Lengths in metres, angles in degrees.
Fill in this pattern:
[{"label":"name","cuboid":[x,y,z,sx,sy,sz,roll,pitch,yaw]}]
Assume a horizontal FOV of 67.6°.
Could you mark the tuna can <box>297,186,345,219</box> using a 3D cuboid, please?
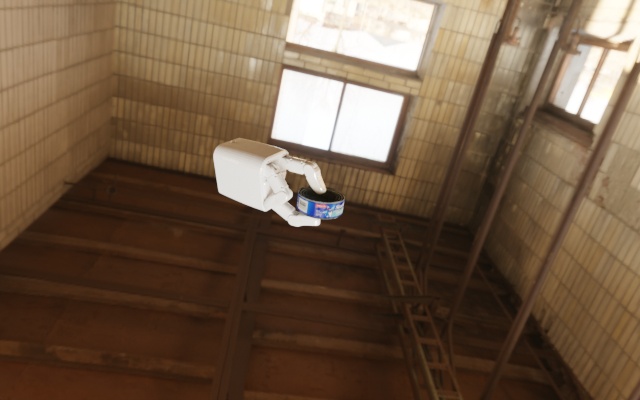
[{"label":"tuna can","cuboid":[0.000,0.003,0.865,0.086,0.034,0.086,7,20,-3]}]
